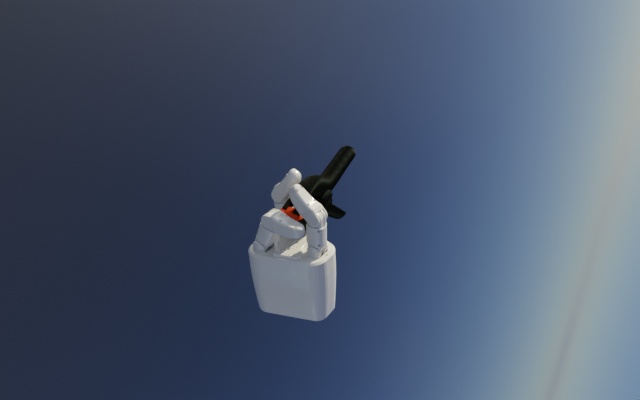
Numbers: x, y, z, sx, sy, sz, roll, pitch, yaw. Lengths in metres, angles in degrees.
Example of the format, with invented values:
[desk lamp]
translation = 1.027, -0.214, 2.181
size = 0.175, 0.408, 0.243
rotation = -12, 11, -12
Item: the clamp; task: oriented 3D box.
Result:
[clamp]
translation = 0.001, 0.002, 0.691
size = 0.039, 0.120, 0.171
rotation = 17, 35, 30
